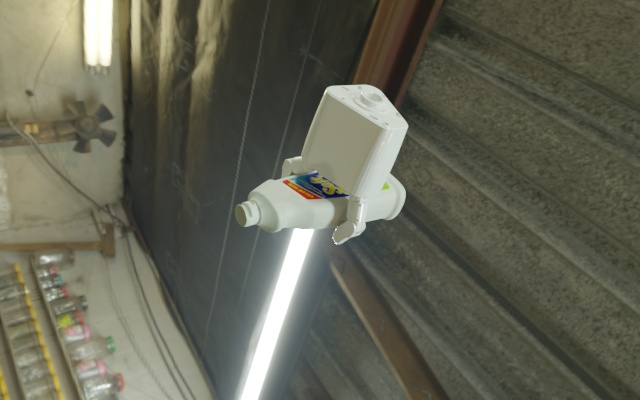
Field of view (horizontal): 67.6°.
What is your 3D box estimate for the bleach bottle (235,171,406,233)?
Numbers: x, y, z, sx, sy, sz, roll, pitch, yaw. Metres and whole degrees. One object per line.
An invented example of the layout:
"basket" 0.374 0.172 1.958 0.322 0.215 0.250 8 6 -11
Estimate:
"bleach bottle" 0.000 0.002 0.676 0.251 0.068 0.102 -13 47 -38
